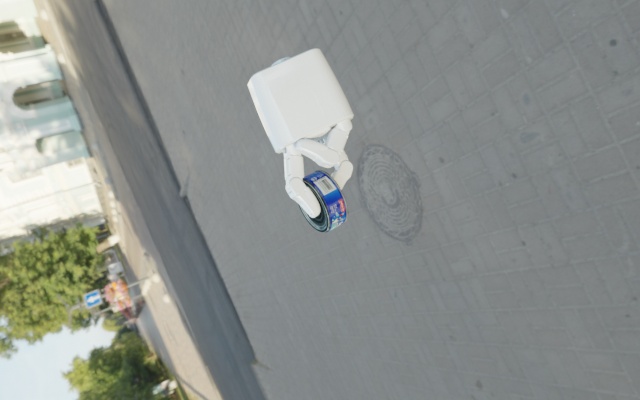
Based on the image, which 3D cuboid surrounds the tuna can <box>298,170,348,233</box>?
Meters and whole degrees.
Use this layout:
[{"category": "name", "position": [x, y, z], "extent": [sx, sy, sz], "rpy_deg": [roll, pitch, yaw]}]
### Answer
[{"category": "tuna can", "position": [0.000, 0.003, 0.679], "extent": [0.033, 0.086, 0.086], "rpy_deg": [-28, 13, -25]}]
